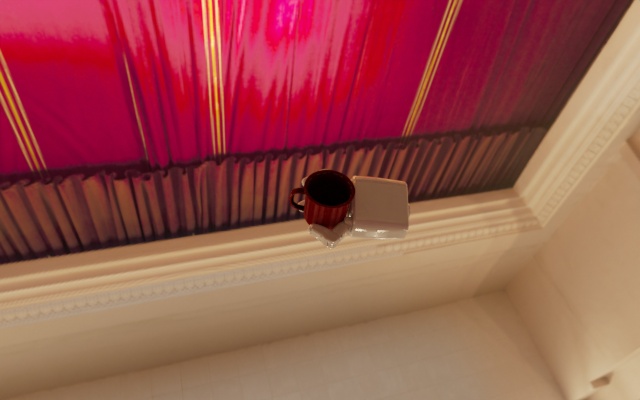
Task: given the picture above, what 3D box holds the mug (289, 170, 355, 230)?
[{"bbox_3d":[-0.001,0.003,0.883,0.117,0.093,0.082,4,-41,-5],"label":"mug"}]
